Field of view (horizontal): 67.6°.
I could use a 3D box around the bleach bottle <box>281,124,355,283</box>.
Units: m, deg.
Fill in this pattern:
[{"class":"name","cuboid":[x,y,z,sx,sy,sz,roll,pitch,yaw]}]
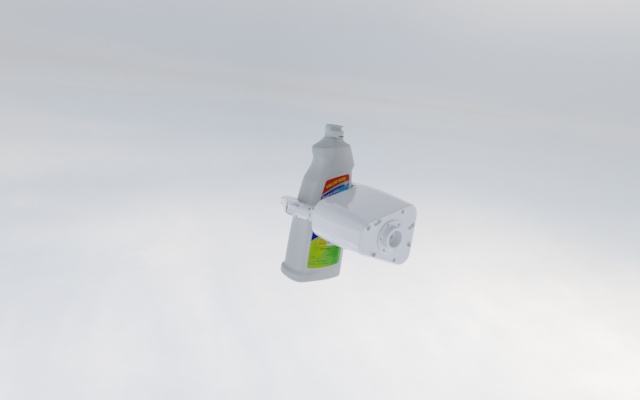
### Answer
[{"class":"bleach bottle","cuboid":[0.000,0.003,0.776,0.102,0.251,0.068,-2,16,-36]}]
